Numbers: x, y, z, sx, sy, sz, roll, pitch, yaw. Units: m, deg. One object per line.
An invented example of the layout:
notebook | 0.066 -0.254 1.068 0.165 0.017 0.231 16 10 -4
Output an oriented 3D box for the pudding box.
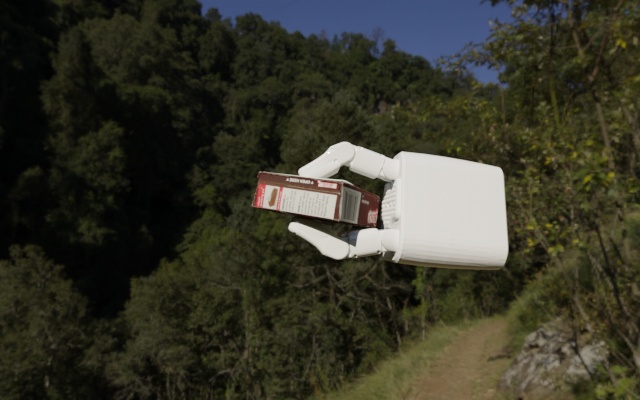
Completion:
pudding box | 0.000 0.001 0.475 0.090 0.039 0.113 7 -5 24
